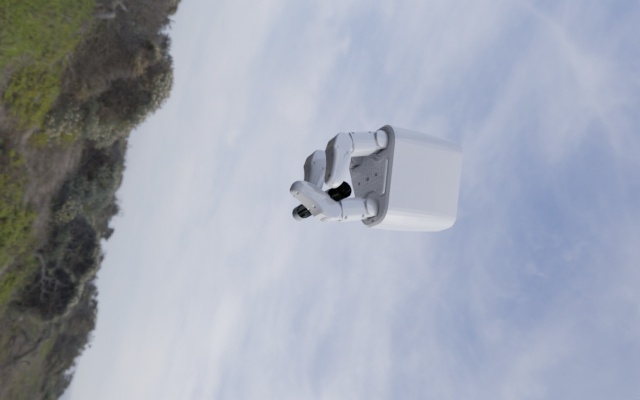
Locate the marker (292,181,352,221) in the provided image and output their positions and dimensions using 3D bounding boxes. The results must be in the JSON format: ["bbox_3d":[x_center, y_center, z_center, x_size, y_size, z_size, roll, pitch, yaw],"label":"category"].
[{"bbox_3d":[0.000,0.002,0.544,0.020,0.020,0.121,0,-15,-28],"label":"marker"}]
